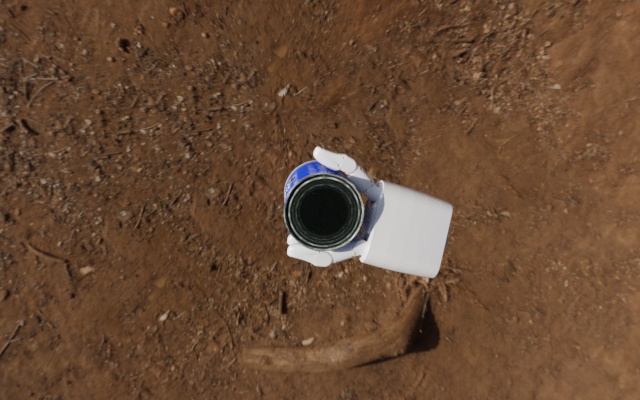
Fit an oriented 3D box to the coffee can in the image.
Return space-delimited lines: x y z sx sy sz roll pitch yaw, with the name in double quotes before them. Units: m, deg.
"coffee can" 0.000 0.002 0.668 0.103 0.103 0.140 0 11 -4
